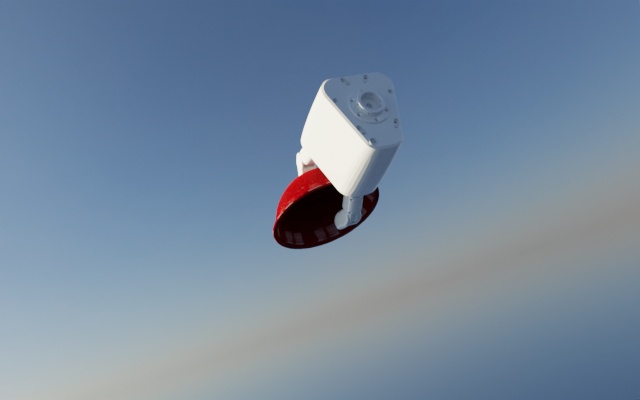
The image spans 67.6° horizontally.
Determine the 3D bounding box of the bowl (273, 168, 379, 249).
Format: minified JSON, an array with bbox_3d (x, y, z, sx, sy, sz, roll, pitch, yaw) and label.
[{"bbox_3d":[-0.001,0.003,0.682,0.162,0.055,0.162,-19,-32,-12],"label":"bowl"}]
